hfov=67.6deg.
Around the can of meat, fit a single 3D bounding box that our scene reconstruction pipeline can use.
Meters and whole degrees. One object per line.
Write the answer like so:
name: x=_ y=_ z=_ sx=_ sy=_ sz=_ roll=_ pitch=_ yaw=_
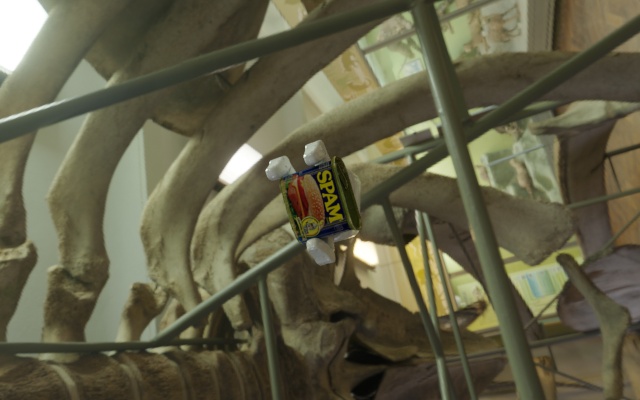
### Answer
can of meat: x=0.000 y=0.002 z=0.647 sx=0.084 sy=0.102 sz=0.057 roll=-17 pitch=-7 yaw=17
